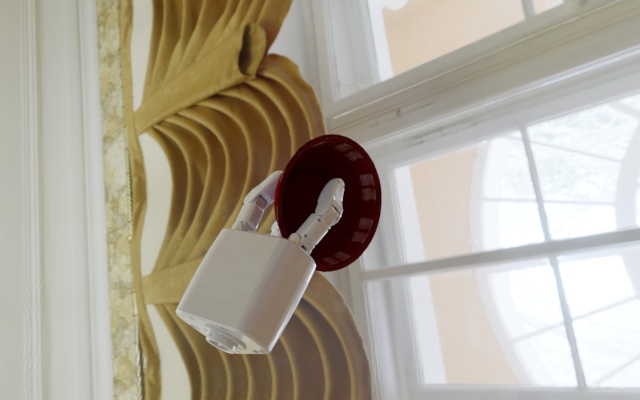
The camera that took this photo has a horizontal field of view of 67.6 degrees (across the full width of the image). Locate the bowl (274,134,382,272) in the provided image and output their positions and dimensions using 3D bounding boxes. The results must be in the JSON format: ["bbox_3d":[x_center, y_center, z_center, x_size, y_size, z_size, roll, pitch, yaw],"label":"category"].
[{"bbox_3d":[0.001,0.001,0.579,0.162,0.162,0.055,0,4,-39],"label":"bowl"}]
